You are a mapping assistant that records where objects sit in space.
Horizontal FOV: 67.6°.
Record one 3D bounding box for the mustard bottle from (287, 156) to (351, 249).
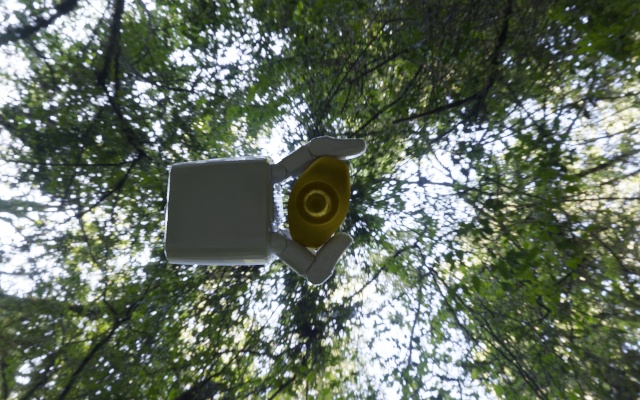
[{"bbox_3d":[0.000,0.002,0.506,0.058,0.096,0.191,22,1,3],"label":"mustard bottle"}]
